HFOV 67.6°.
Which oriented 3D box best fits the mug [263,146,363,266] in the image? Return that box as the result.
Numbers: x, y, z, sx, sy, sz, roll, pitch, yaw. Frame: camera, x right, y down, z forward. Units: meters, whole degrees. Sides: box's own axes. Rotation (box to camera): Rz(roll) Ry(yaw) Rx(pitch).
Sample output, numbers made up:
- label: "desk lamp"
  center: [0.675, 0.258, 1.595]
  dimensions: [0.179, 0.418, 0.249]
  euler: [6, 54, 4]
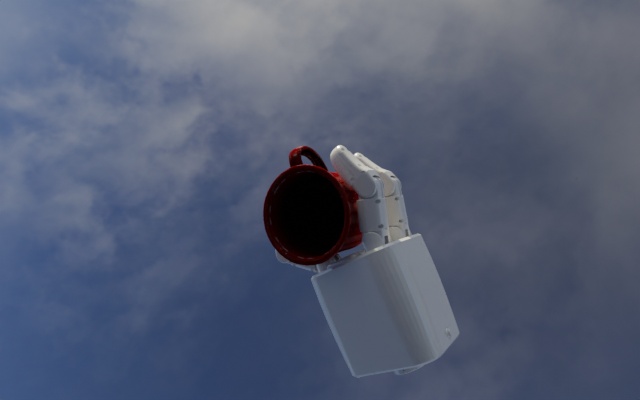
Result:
- label: "mug"
  center: [0.000, 0.000, 0.474]
  dimensions: [0.093, 0.117, 0.081]
  euler: [-26, -11, 27]
